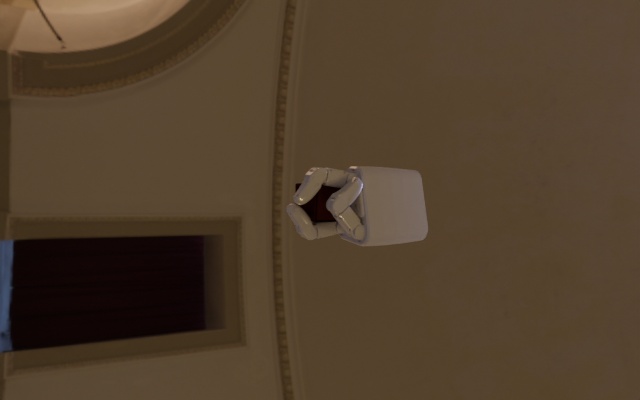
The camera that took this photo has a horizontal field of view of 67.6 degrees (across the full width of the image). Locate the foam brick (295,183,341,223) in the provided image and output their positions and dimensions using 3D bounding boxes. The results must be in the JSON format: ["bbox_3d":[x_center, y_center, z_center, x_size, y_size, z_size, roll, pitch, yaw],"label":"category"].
[{"bbox_3d":[0.000,0.002,0.710,0.051,0.053,0.078,-2,7,-25],"label":"foam brick"}]
